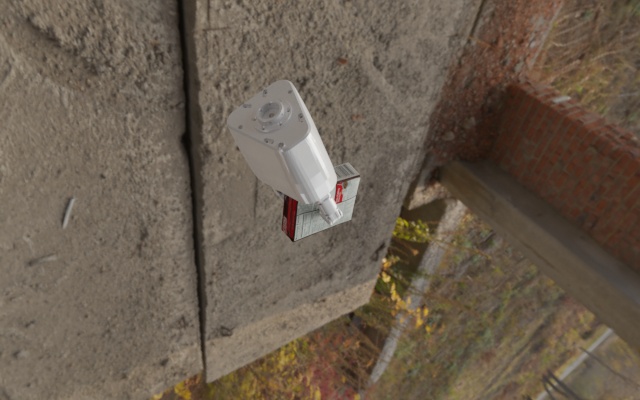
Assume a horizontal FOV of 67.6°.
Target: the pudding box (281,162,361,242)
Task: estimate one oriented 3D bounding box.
[{"bbox_3d":[0.000,0.002,0.694,0.113,0.090,0.039,-18,47,-29],"label":"pudding box"}]
